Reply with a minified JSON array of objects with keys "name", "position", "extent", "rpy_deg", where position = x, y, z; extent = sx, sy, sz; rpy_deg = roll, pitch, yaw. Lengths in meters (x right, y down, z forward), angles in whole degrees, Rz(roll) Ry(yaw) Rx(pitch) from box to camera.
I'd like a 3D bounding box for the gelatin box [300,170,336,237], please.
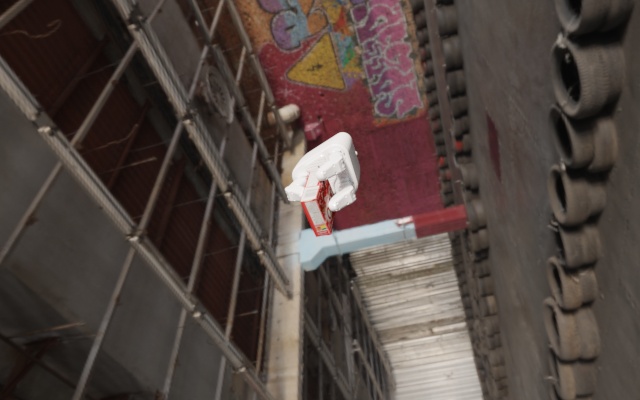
[{"name":"gelatin box","position":[0.000,0.003,0.769],"extent":[0.030,0.073,0.089],"rpy_deg":[-11,33,18]}]
